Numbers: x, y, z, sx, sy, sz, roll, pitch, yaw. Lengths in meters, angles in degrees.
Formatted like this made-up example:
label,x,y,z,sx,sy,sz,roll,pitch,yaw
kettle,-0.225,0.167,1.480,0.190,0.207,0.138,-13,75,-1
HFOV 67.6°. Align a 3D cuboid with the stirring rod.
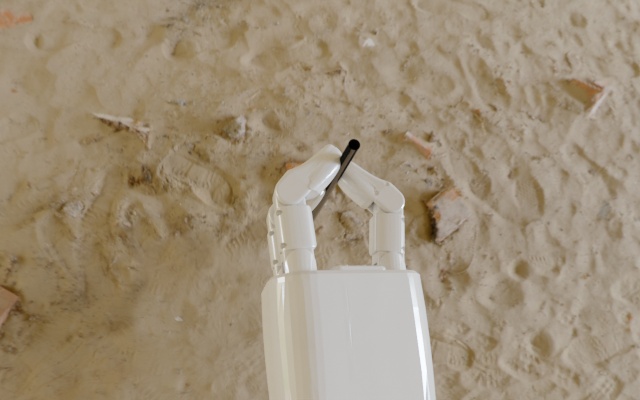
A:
label,x,y,z,sx,sy,sz,roll,pitch,yaw
stirring rod,0.000,0.001,0.422,0.011,0.011,0.240,0,-18,-11
